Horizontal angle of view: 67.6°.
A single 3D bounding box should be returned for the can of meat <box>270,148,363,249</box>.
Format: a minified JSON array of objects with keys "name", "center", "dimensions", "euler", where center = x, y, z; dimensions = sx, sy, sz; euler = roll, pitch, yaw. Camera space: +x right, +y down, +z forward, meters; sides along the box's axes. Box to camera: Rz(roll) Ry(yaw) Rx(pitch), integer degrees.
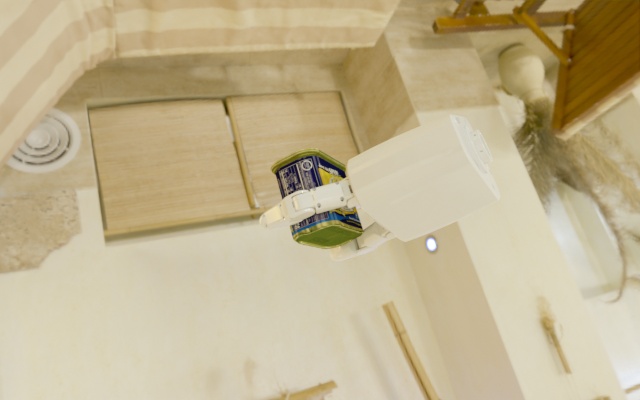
[{"name":"can of meat","center":[0.000,0.002,0.510],"dimensions":[0.057,0.084,0.102],"euler":[-24,-20,21]}]
